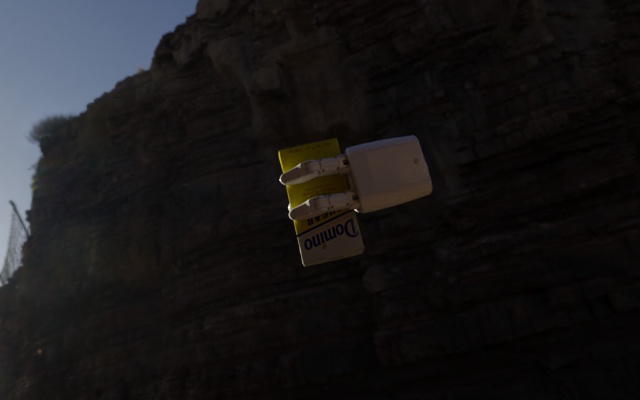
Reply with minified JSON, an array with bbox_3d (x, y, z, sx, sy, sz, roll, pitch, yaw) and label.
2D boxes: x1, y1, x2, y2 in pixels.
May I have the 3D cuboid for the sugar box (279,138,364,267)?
[{"bbox_3d":[0.000,0.002,0.714,0.093,0.176,0.048,-13,-16,-2],"label":"sugar box"}]
